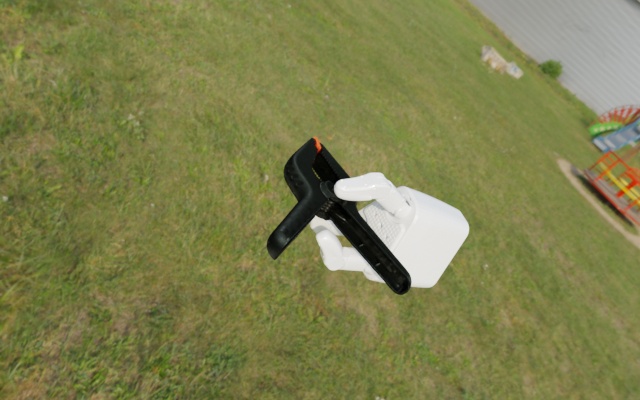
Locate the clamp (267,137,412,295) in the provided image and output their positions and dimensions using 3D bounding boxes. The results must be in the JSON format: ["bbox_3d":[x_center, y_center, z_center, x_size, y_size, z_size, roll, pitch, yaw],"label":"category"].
[{"bbox_3d":[0.001,0.001,0.507,0.164,0.209,0.036,17,-53,-36],"label":"clamp"}]
